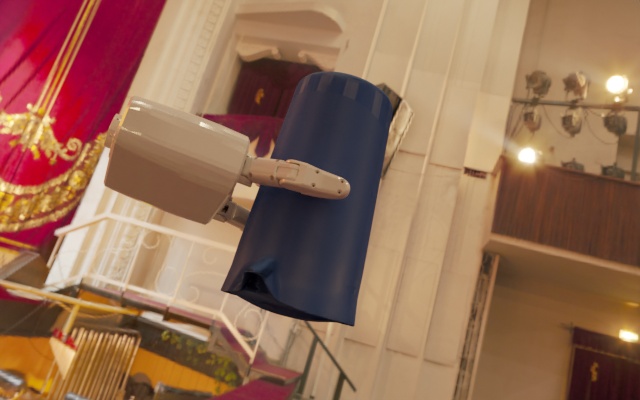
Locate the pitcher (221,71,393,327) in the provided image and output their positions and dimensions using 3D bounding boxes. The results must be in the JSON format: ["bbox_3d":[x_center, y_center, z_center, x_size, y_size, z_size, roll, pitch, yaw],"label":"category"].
[{"bbox_3d":[0.000,0.002,0.498,0.145,0.242,0.149,20,-15,-18],"label":"pitcher"}]
